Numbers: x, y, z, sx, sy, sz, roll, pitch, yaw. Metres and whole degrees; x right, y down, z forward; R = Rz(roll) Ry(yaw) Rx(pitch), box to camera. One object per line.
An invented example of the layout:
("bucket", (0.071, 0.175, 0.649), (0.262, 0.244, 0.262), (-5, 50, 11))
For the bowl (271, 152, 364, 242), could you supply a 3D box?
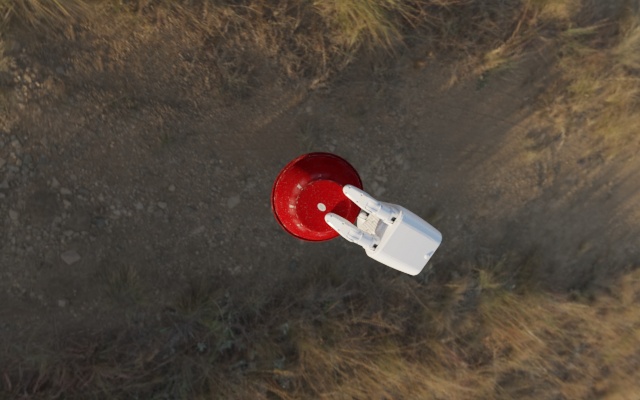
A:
("bowl", (-0.001, 0.002, 0.798), (0.162, 0.162, 0.055), (0, 16, -9))
